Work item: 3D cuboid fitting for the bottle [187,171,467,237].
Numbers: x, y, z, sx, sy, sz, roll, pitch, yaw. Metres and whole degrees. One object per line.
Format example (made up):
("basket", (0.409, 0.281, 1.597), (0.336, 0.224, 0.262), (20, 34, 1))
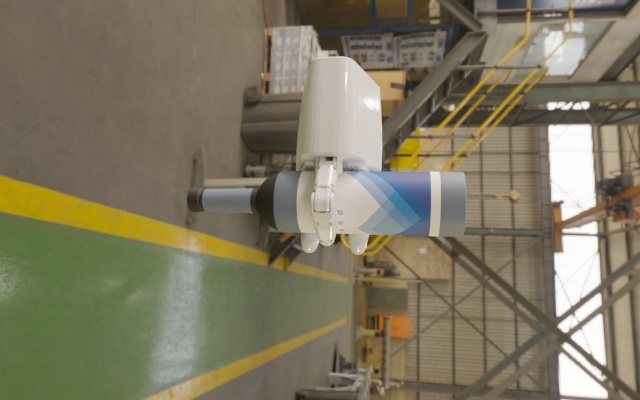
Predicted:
("bottle", (0.000, 0.002, 0.512), (0.296, 0.069, 0.069), (1, 0, 10))
